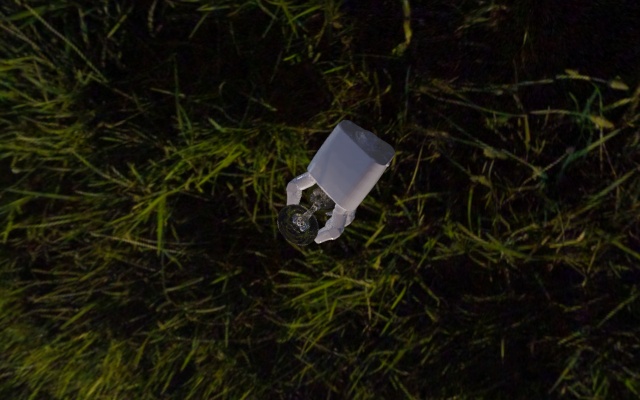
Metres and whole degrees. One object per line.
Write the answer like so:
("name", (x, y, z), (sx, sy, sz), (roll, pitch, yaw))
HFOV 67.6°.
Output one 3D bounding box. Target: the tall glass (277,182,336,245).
("tall glass", (0.000, 0.003, 0.869), (0.079, 0.079, 0.201), (0, 22, 24))
